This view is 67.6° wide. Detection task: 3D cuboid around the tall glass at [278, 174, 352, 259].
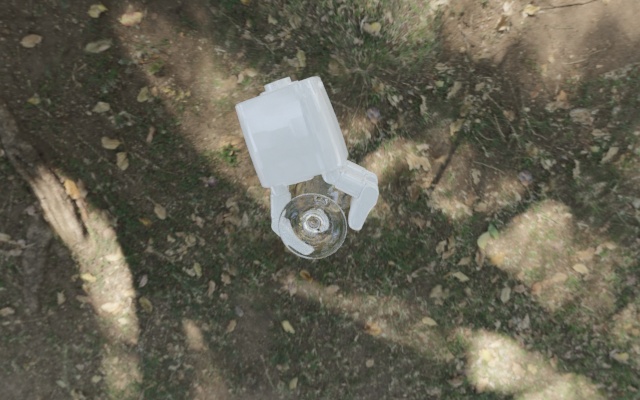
[{"bbox_3d":[0.000,0.002,0.607,0.079,0.079,0.201,0,15,5],"label":"tall glass"}]
